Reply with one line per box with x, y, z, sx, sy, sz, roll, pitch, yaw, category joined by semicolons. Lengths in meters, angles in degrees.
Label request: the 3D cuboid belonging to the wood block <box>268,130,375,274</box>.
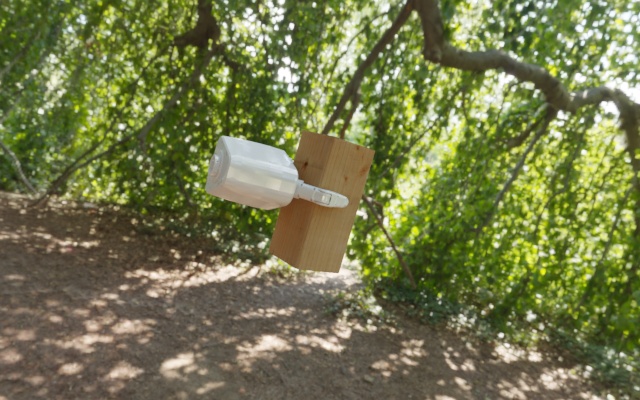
0.000;0.002;0.766;0.090;0.206;0.091;13;6;-38;wood block
